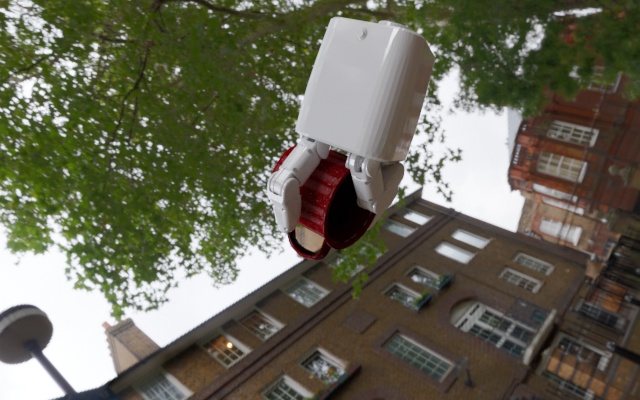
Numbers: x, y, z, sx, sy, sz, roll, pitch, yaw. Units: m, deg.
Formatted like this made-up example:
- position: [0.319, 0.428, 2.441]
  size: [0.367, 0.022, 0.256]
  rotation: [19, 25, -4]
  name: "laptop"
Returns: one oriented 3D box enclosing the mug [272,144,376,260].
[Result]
- position: [0.000, 0.003, 0.479]
  size: [0.081, 0.117, 0.093]
  rotation: [25, 13, 34]
  name: "mug"
